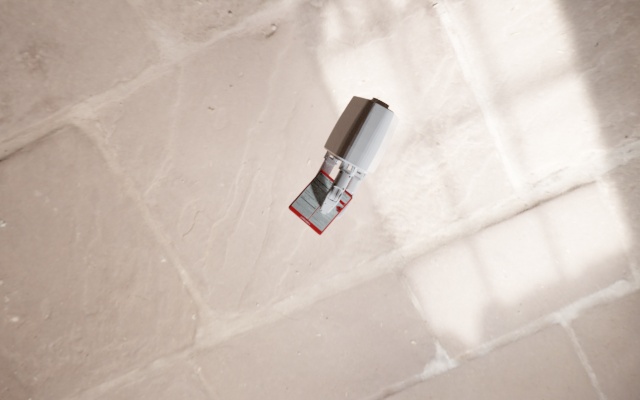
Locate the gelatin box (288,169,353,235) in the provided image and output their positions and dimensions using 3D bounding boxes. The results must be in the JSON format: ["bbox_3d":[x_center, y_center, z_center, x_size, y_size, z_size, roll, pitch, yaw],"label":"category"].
[{"bbox_3d":[0.000,0.003,0.818,0.073,0.089,0.030,41,2,-5],"label":"gelatin box"}]
